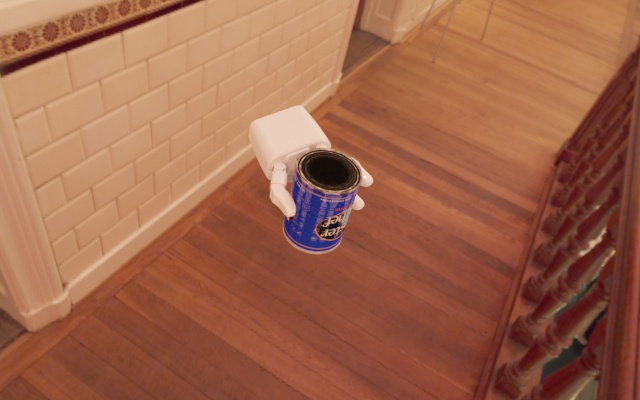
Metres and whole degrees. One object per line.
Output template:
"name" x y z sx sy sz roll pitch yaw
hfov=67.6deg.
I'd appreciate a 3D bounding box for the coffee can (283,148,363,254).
"coffee can" 0.000 0.003 0.759 0.103 0.102 0.140 0 -44 -16
